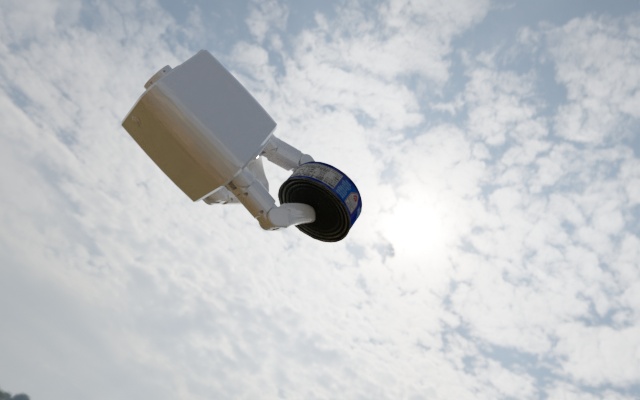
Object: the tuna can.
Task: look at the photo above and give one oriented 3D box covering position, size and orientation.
[{"bbox_3d":[0.000,0.001,0.501,0.086,0.086,0.033,0,38,38],"label":"tuna can"}]
